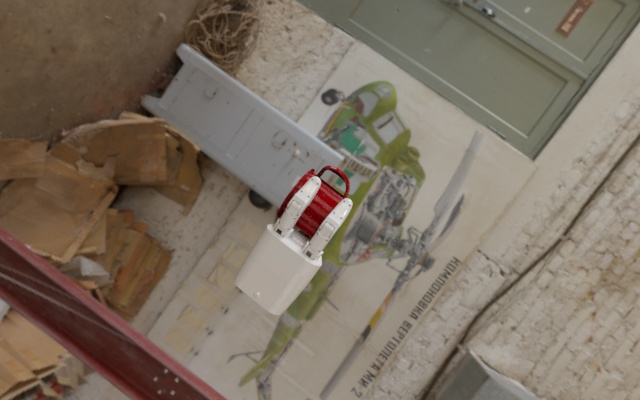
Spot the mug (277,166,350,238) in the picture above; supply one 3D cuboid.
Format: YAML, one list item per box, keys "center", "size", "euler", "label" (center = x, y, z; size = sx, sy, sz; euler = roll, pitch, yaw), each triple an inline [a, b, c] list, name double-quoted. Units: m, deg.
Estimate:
- center: [0.001, 0.001, 0.728]
  size: [0.081, 0.117, 0.093]
  euler: [37, 15, 5]
  label: "mug"
